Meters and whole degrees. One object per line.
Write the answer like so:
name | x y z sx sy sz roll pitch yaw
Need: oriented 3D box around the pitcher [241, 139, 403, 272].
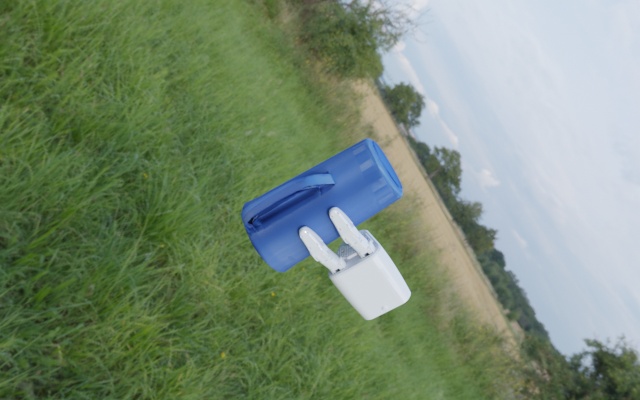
pitcher | 0.000 0.003 0.763 0.243 0.145 0.149 -31 18 15
